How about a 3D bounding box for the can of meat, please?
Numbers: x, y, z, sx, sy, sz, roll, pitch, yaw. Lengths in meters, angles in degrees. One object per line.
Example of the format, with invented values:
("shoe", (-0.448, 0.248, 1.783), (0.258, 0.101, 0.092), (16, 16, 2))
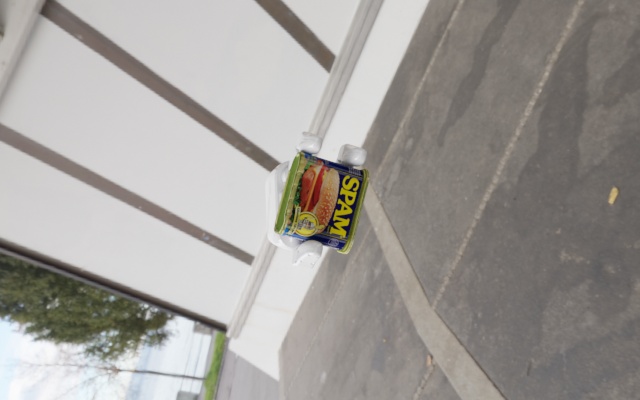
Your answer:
("can of meat", (0.000, 0.002, 0.551), (0.084, 0.102, 0.057), (16, -5, -14))
